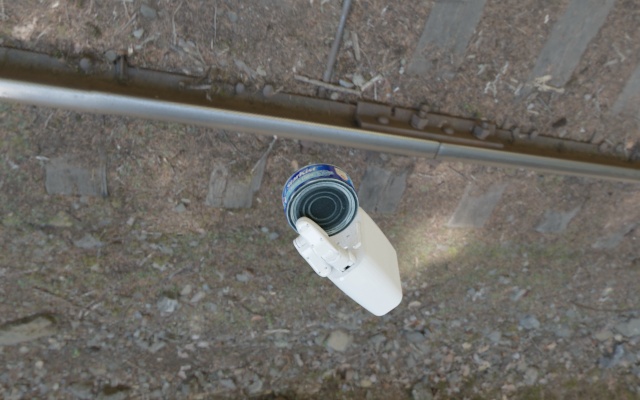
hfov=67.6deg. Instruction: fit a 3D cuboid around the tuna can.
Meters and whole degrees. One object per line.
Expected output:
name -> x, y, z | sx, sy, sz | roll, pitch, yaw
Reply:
tuna can -> 0.000, 0.002, 0.548 | 0.086, 0.086, 0.033 | 0, 33, -12
